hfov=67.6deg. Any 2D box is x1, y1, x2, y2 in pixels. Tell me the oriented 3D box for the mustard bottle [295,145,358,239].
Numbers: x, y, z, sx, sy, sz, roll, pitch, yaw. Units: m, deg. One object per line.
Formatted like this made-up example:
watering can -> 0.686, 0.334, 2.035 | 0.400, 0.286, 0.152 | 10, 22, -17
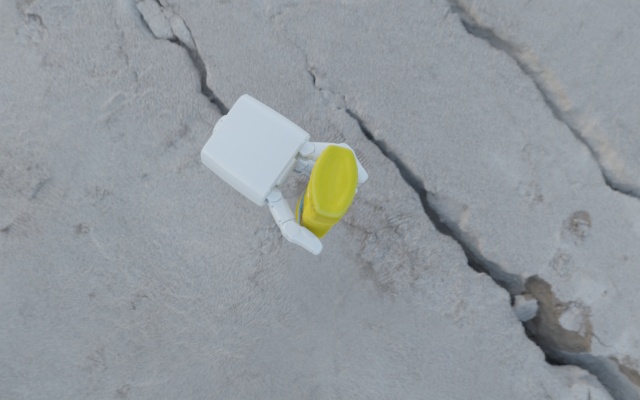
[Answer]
mustard bottle -> 0.000, 0.002, 0.662 | 0.058, 0.096, 0.192 | 12, -19, -8
